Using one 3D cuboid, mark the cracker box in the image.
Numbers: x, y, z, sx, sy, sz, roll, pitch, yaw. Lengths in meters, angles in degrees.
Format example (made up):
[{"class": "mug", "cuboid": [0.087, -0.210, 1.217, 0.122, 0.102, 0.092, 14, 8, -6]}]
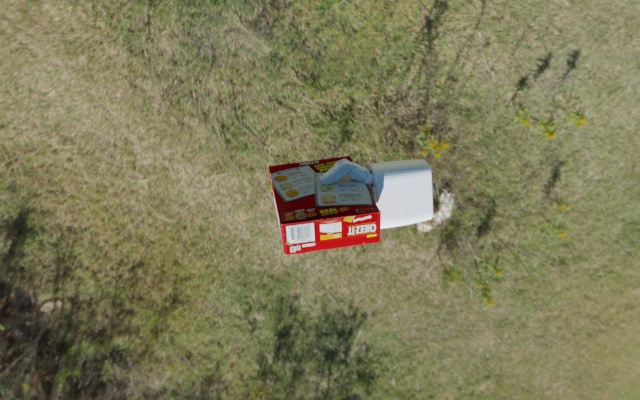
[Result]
[{"class": "cracker box", "cuboid": [0.000, 0.003, 0.854, 0.164, 0.072, 0.213, -8, 31, -8]}]
